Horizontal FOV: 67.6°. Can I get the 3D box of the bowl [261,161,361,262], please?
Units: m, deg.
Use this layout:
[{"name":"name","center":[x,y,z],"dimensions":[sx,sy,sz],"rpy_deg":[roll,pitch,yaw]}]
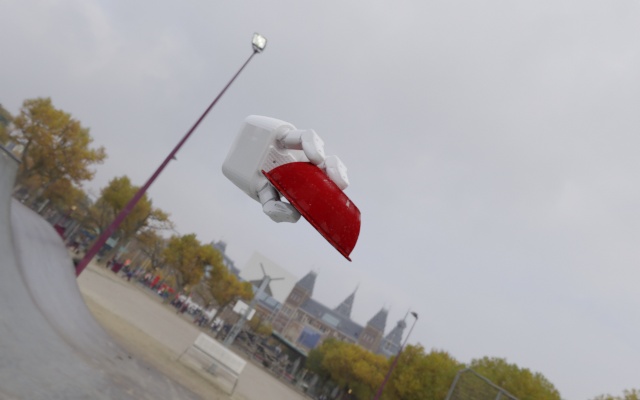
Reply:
[{"name":"bowl","center":[0.001,0.002,0.604],"dimensions":[0.055,0.162,0.162],"rpy_deg":[-44,1,-1]}]
